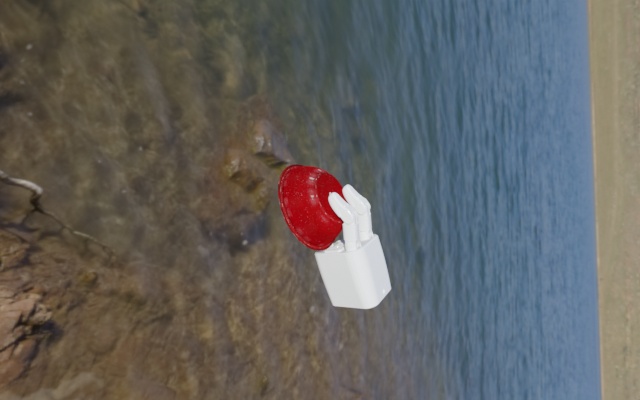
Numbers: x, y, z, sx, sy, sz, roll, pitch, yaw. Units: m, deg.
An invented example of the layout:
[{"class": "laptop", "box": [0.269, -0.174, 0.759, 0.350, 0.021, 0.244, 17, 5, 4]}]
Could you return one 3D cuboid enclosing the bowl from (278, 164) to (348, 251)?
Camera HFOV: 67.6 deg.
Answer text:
[{"class": "bowl", "box": [0.000, 0.001, 0.830, 0.055, 0.162, 0.162, -23, -13, 33]}]
